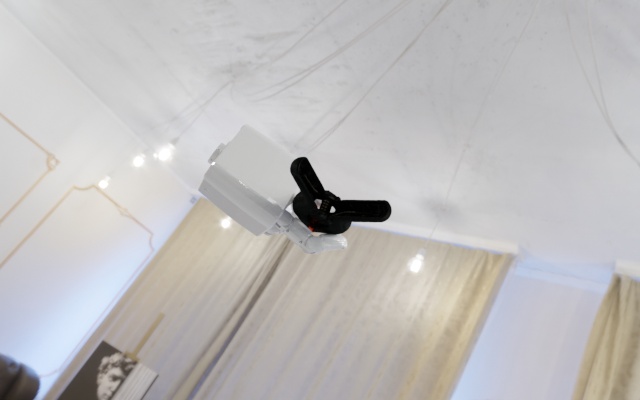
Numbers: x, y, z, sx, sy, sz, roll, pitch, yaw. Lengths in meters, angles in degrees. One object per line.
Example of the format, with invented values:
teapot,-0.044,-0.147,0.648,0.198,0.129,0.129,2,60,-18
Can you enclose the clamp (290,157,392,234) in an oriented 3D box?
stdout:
clamp,0.000,0.001,0.576,0.120,0.039,0.171,37,-24,-9
